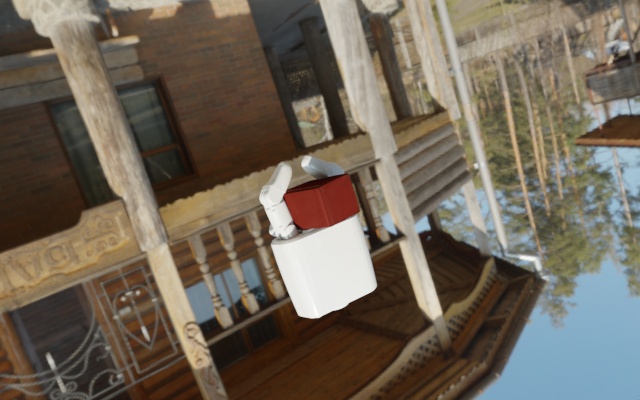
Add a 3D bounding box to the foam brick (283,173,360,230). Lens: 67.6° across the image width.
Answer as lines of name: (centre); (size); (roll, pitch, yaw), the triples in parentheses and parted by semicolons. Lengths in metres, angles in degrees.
foam brick: (0.000, 0.002, 0.586); (0.053, 0.051, 0.078); (-24, 10, -37)
